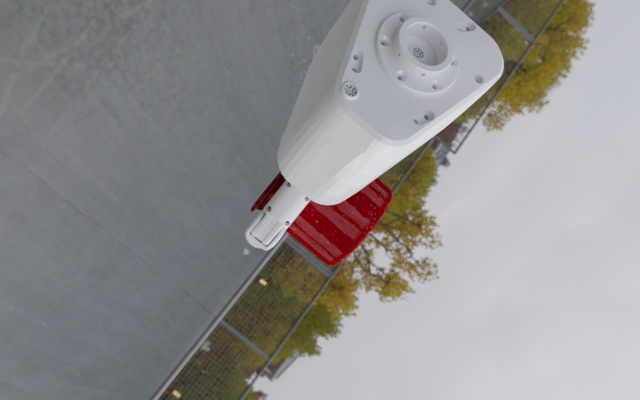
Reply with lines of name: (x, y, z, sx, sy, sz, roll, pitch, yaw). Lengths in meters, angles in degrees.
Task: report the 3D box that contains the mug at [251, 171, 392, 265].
mug: (0.000, 0.002, 0.403, 0.081, 0.093, 0.117, 40, -22, -4)
